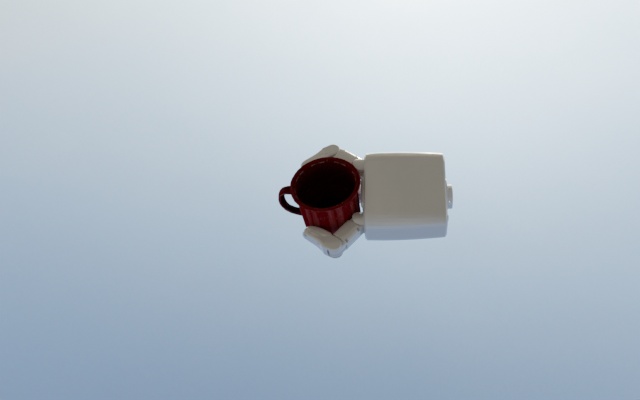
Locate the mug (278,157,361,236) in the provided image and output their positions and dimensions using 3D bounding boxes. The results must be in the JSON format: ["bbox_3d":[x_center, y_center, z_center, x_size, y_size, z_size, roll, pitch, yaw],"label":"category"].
[{"bbox_3d":[-0.001,0.002,0.652,0.117,0.093,0.082,-1,-38,11],"label":"mug"}]
